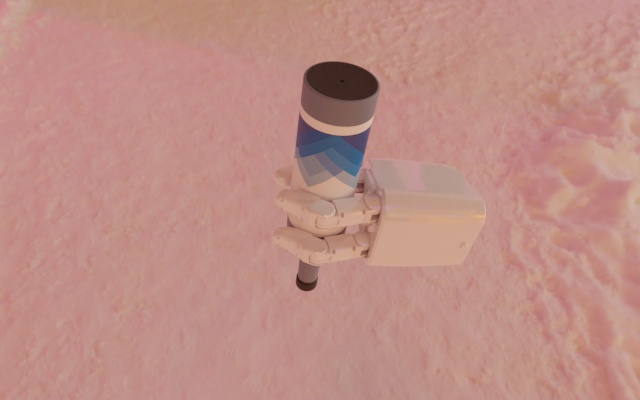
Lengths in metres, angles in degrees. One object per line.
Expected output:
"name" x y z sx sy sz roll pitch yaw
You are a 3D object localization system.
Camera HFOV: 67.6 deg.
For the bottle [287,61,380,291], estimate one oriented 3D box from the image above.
"bottle" 0.000 0.001 0.509 0.069 0.296 0.069 5 45 -5
